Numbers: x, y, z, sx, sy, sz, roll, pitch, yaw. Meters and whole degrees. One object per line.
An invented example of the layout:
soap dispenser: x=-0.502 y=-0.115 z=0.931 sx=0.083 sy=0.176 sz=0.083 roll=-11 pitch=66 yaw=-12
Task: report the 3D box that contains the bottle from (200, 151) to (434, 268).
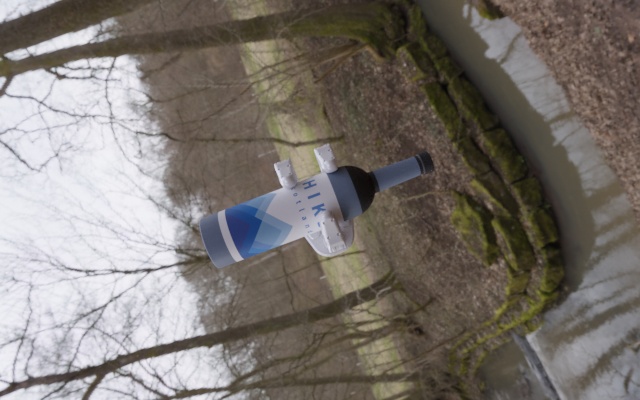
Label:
bottle: x=0.000 y=0.002 z=0.599 sx=0.296 sy=0.069 sz=0.069 roll=-21 pitch=0 yaw=-1
